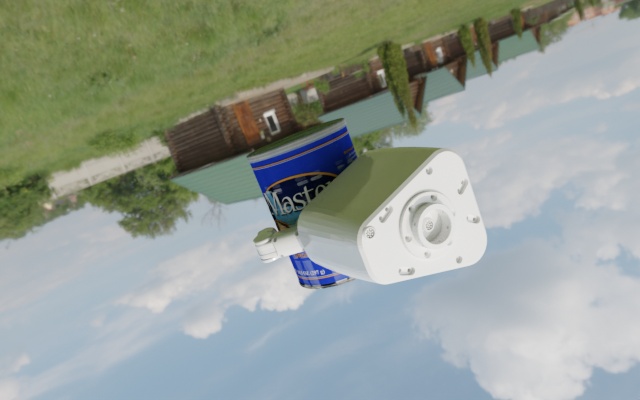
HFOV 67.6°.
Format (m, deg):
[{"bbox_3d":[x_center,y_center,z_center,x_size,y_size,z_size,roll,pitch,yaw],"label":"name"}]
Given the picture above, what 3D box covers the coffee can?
[{"bbox_3d":[0.000,0.001,0.478,0.103,0.140,0.102,-21,12,4],"label":"coffee can"}]
